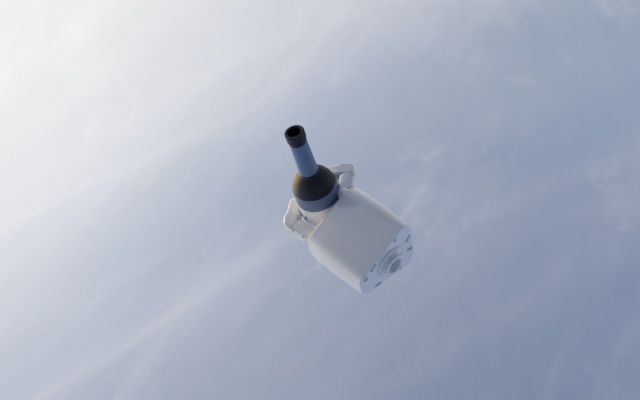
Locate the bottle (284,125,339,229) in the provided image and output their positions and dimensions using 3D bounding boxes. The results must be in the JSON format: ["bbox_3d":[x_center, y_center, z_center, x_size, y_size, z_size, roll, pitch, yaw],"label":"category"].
[{"bbox_3d":[0.000,0.003,0.724,0.069,0.069,0.296,0,-38,17],"label":"bottle"}]
